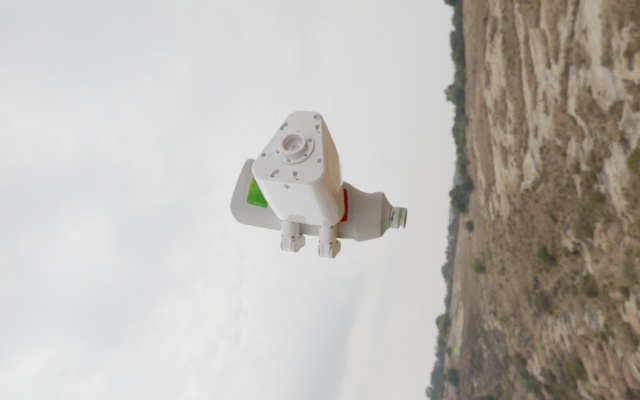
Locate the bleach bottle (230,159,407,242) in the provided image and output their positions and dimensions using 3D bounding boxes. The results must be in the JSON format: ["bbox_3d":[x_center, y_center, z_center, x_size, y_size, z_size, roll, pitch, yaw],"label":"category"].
[{"bbox_3d":[0.000,0.002,0.693,0.251,0.102,0.068,7,-26,18],"label":"bleach bottle"}]
